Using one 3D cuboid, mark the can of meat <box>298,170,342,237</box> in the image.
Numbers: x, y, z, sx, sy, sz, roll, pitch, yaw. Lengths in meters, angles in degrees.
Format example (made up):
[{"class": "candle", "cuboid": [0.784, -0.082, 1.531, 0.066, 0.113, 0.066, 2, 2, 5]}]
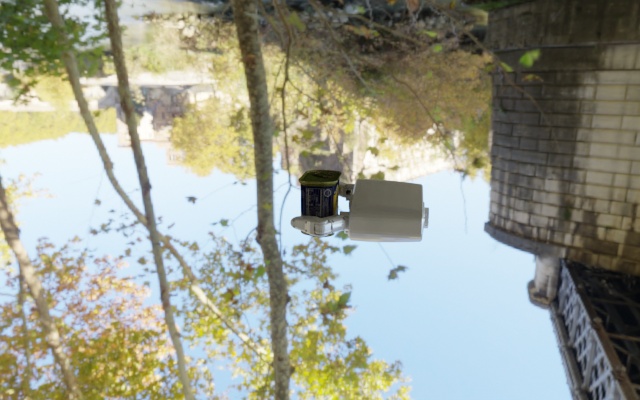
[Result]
[{"class": "can of meat", "cuboid": [0.000, 0.003, 0.732, 0.057, 0.084, 0.102, 2, 13, 7]}]
